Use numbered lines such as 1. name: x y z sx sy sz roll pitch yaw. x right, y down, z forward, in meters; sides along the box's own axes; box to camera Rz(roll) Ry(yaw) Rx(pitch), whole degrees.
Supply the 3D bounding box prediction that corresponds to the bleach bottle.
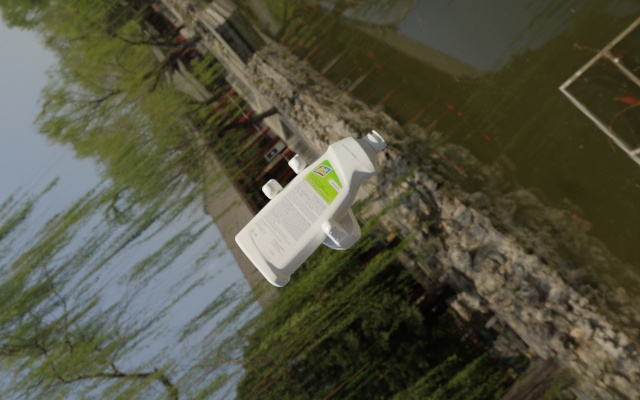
1. bleach bottle: 0.000 0.002 0.686 0.251 0.102 0.068 -44 -15 2
